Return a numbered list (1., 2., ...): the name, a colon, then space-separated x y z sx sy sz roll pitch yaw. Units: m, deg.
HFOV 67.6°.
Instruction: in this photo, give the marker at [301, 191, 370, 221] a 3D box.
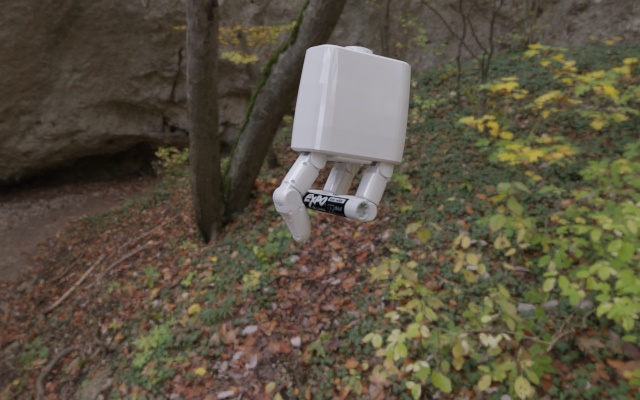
1. marker: 0.000 0.002 0.467 0.020 0.020 0.121 0 7 -39
